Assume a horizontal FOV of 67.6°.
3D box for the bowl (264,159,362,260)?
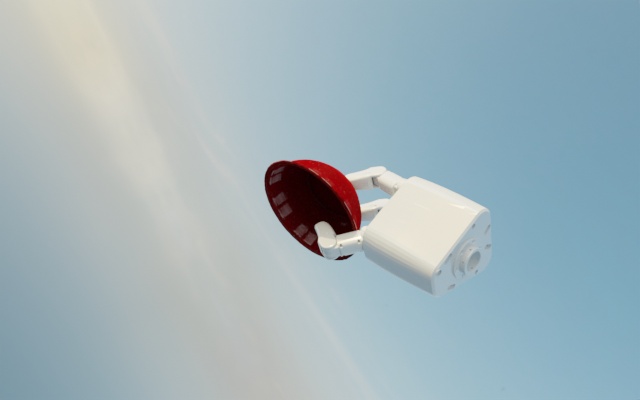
[{"bbox_3d":[-0.001,0.001,0.647,0.162,0.162,0.055,0,35,49],"label":"bowl"}]
